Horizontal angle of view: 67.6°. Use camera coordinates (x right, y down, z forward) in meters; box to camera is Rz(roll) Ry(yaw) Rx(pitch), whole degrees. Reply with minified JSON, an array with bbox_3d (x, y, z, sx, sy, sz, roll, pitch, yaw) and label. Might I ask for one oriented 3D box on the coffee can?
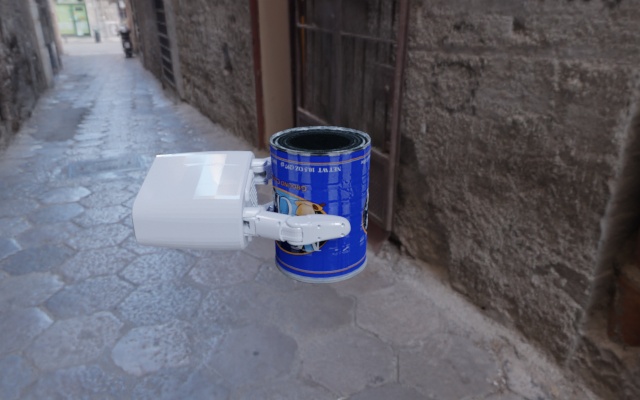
[{"bbox_3d":[0.000,0.002,0.507,0.103,0.140,0.102,0,22,0],"label":"coffee can"}]
